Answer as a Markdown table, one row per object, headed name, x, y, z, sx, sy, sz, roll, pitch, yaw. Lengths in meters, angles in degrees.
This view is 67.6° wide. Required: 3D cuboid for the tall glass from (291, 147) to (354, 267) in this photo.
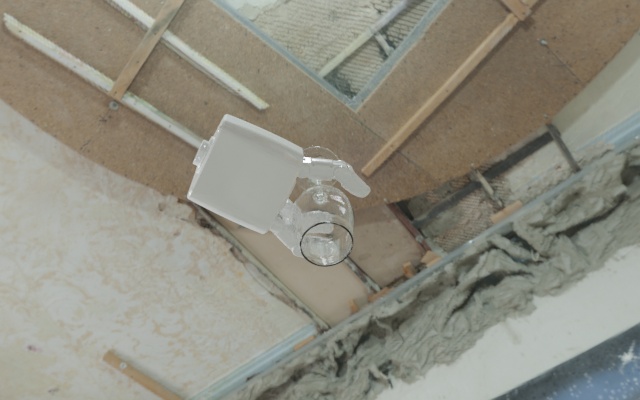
| name | x | y | z | sx | sy | sz | roll | pitch | yaw |
| --- | --- | --- | --- | --- | --- | --- | --- | --- | --- |
| tall glass | 0.000 | 0.002 | 0.627 | 0.079 | 0.079 | 0.201 | 0 | 29 | -5 |
